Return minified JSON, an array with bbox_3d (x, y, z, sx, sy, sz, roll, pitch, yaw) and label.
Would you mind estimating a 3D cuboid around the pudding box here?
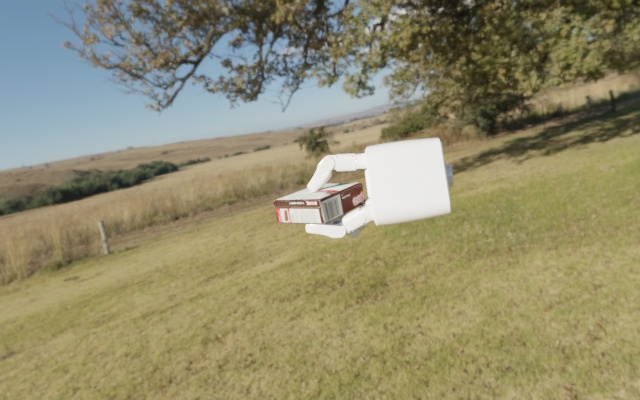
[{"bbox_3d":[0.000,0.002,0.714,0.090,0.039,0.113,-2,12,38],"label":"pudding box"}]
